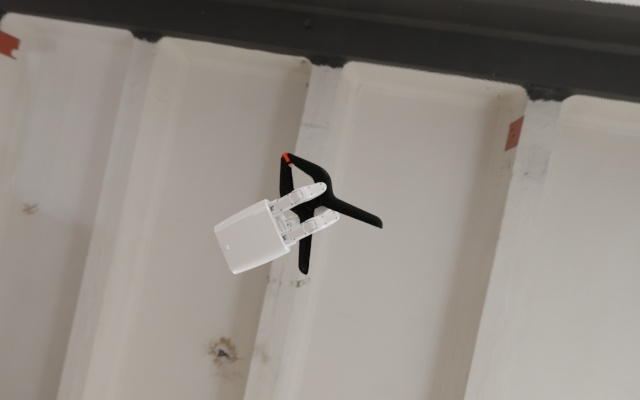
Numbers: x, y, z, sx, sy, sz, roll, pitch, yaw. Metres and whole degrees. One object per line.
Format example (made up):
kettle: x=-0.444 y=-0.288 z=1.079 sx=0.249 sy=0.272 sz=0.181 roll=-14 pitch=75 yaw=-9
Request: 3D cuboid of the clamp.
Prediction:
clamp: x=0.000 y=0.002 z=0.835 sx=0.164 sy=0.210 sz=0.036 roll=-25 pitch=-8 yaw=3
